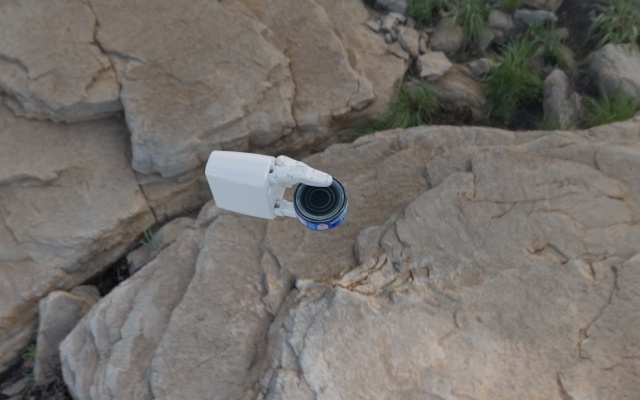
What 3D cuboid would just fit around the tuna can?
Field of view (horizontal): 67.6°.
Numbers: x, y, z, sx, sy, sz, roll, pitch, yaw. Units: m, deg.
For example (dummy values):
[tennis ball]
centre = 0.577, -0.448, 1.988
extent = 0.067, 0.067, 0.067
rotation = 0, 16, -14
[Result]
[tuna can]
centre = 0.000, 0.002, 0.741
extent = 0.086, 0.086, 0.034
rotation = 0, -26, 5
